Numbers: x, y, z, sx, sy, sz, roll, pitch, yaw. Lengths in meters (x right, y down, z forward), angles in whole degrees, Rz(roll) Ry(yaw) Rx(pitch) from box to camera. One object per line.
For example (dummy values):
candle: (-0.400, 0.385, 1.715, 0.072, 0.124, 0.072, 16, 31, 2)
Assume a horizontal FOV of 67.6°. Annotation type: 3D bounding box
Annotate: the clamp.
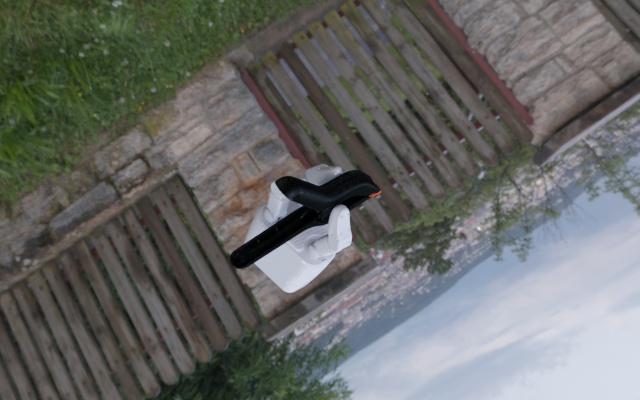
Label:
clamp: (0.001, 0.002, 0.567, 0.210, 0.036, 0.165, -23, -20, -34)
